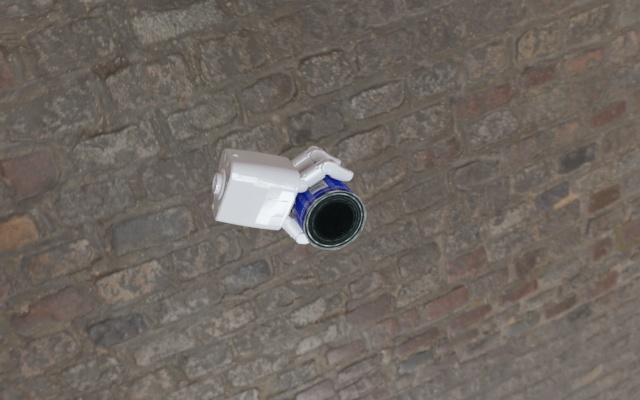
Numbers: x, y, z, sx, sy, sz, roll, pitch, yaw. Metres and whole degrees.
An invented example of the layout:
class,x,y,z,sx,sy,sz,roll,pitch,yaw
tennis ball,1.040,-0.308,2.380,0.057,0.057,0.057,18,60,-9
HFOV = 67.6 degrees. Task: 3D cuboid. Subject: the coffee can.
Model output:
class,x,y,z,sx,sy,sz,roll,pitch,yaw
coffee can,0.000,0.003,0.782,0.103,0.103,0.140,0,24,-21
